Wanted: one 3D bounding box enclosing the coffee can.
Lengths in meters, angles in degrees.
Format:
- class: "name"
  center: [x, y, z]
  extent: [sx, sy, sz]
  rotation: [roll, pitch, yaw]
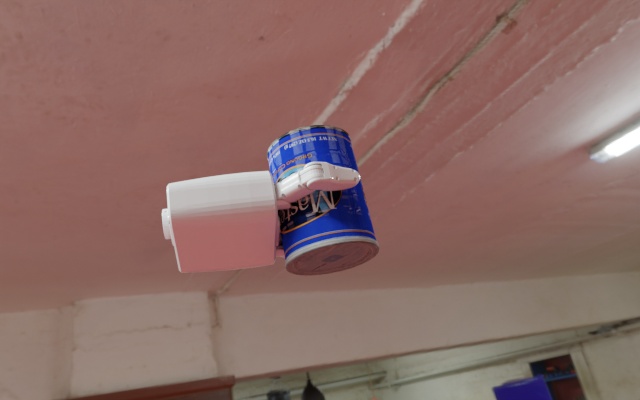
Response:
- class: "coffee can"
  center: [0.000, 0.002, 0.540]
  extent: [0.103, 0.140, 0.103]
  rotation: [-10, -24, -4]
